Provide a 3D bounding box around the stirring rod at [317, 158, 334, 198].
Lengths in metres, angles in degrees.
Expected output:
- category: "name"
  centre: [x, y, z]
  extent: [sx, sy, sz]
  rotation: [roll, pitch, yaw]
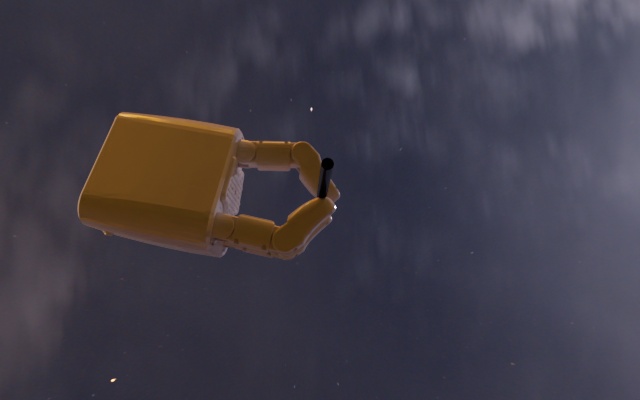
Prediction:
- category: "stirring rod"
  centre: [0.000, 0.001, 0.414]
  extent: [0.011, 0.011, 0.239]
  rotation: [0, -12, -2]
